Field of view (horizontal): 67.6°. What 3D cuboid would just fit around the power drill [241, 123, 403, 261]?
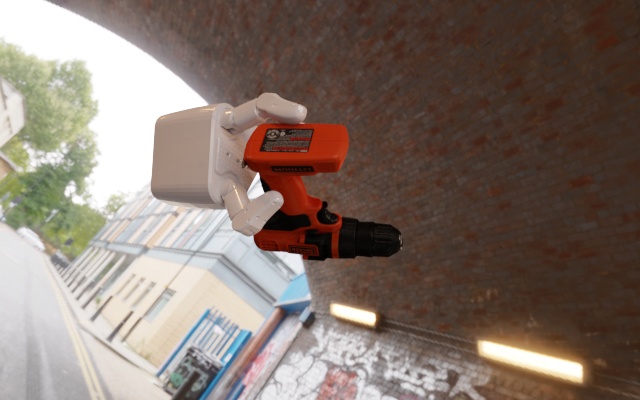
[{"bbox_3d":[0.000,0.001,0.535,0.184,0.057,0.188,1,-41,10],"label":"power drill"}]
